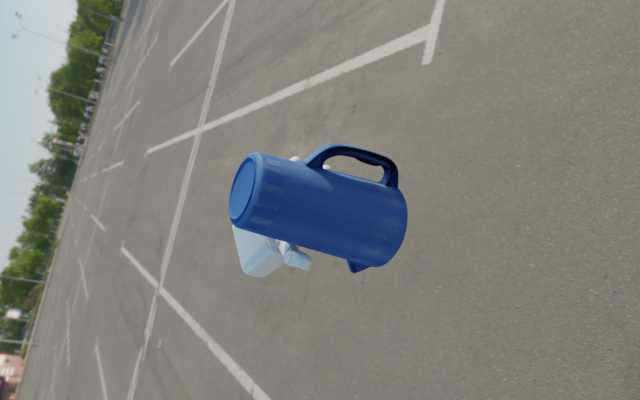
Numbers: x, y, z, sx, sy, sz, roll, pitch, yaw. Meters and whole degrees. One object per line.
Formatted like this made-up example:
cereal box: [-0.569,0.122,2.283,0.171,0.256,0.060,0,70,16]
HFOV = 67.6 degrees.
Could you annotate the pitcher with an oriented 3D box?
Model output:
pitcher: [0.000,0.002,0.698,0.243,0.149,0.145,16,-34,-28]
